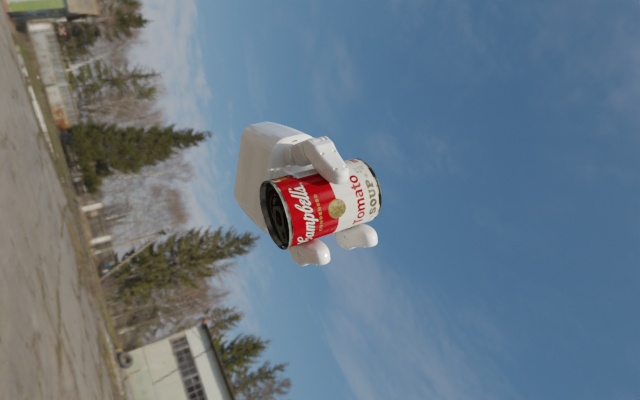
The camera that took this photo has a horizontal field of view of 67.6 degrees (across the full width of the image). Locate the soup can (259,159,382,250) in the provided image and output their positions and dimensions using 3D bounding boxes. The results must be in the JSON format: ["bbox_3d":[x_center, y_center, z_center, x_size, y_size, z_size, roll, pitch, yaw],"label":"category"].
[{"bbox_3d":[0.001,0.002,0.470,0.102,0.068,0.068,-16,7,-25],"label":"soup can"}]
